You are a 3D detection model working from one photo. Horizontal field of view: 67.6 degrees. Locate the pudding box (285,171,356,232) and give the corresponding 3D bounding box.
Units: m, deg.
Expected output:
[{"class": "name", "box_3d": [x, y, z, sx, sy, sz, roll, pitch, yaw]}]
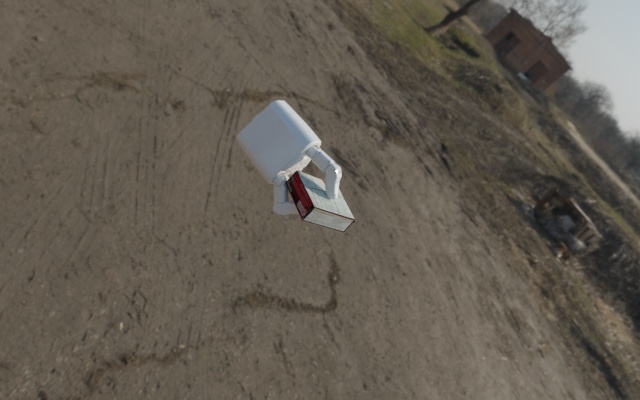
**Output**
[{"class": "pudding box", "box_3d": [0.000, 0.003, 0.839, 0.113, 0.090, 0.039, 17, -53, -43]}]
